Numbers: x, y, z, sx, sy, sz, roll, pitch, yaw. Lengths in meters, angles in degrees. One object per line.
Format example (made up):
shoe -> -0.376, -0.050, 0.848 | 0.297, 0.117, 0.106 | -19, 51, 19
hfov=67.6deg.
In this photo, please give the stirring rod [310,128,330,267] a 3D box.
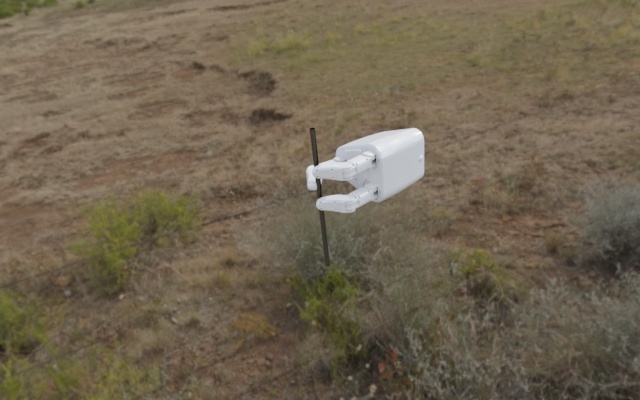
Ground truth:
stirring rod -> 0.000, 0.002, 0.743 | 0.011, 0.240, 0.011 | -5, 28, 3
